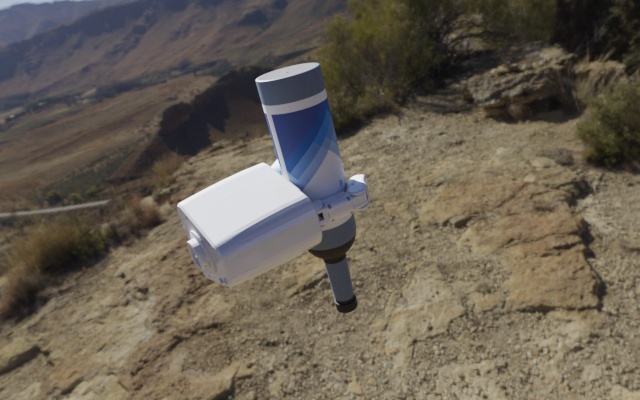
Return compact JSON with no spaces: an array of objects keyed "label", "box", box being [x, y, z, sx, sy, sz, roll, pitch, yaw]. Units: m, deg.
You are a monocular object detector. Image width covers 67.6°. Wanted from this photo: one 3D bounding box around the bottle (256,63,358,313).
[{"label":"bottle","box":[0.000,0.001,0.536,0.069,0.296,0.069,-12,24,5]}]
